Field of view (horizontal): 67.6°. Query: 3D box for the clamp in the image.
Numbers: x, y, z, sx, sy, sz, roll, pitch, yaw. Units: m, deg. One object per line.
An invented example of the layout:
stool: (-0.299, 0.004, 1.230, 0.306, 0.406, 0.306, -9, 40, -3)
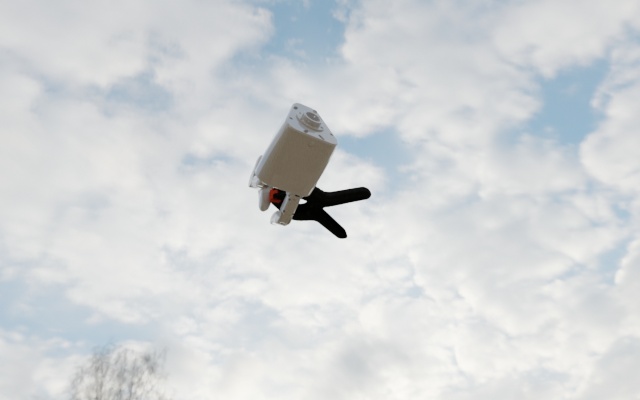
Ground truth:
clamp: (0.000, 0.002, 0.827, 0.171, 0.120, 0.039, 19, 31, -24)
